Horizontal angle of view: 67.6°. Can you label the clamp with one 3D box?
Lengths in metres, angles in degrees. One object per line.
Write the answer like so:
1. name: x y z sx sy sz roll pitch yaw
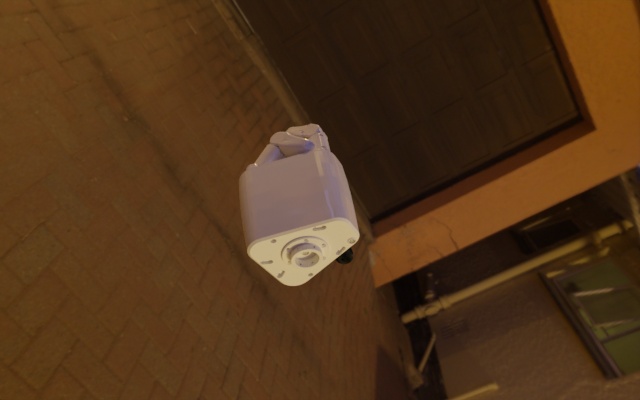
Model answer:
1. clamp: 0.001 0.002 0.617 0.039 0.120 0.171 -28 -46 14
